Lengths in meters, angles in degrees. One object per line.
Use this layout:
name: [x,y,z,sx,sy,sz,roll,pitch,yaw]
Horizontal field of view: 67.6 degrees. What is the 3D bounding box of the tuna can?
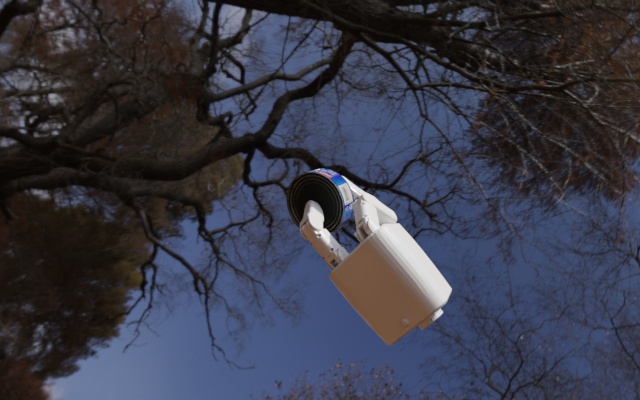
tuna can: [0.000,0.002,0.623,0.086,0.086,0.033,0,13,32]
